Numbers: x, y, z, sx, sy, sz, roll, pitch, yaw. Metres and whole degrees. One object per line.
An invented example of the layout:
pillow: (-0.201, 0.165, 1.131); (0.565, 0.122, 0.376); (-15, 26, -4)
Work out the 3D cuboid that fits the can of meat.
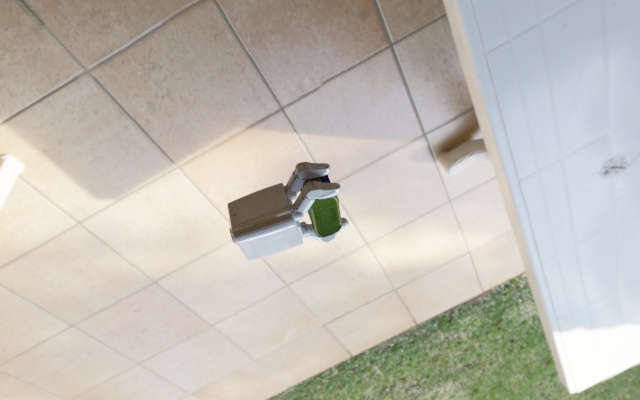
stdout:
can of meat: (0.000, 0.003, 0.849); (0.057, 0.102, 0.084); (-16, 43, -5)
